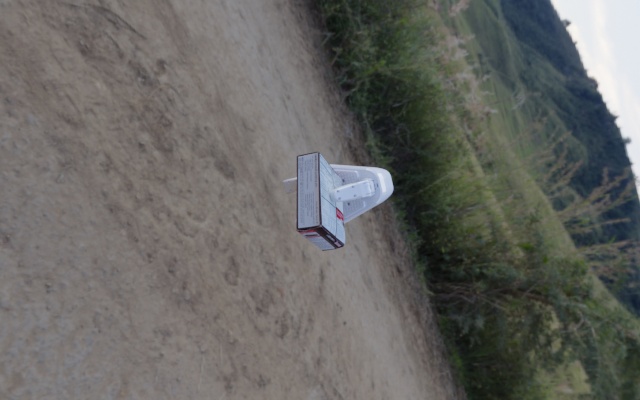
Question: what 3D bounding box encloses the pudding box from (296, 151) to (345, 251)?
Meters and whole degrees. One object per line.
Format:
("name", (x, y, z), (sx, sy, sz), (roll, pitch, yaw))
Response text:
("pudding box", (0.000, 0.002, 0.658), (0.039, 0.113, 0.090), (-13, -27, 20))
